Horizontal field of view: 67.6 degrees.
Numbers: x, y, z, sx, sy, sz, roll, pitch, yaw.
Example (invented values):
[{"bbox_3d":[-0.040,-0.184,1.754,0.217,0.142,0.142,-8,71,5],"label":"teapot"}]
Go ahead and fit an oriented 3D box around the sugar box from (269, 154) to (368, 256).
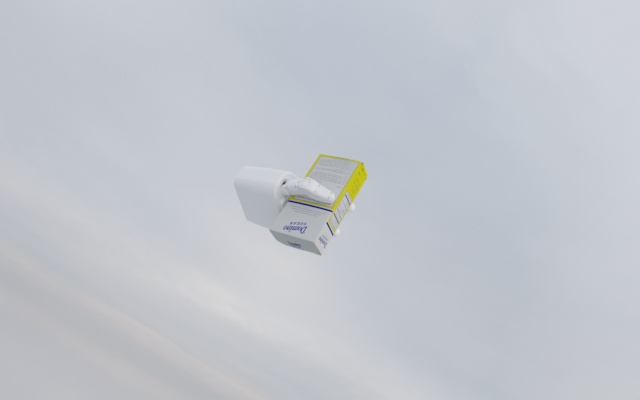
[{"bbox_3d":[0.000,0.003,0.802,0.093,0.176,0.048,14,-30,33],"label":"sugar box"}]
